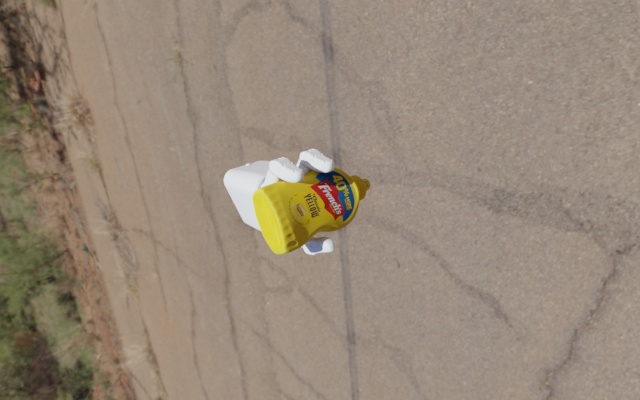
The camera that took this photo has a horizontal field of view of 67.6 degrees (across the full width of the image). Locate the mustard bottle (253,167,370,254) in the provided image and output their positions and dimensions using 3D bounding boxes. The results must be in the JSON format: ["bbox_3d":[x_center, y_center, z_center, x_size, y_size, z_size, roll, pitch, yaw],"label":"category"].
[{"bbox_3d":[0.000,0.002,0.698,0.191,0.096,0.058,-21,-1,-36],"label":"mustard bottle"}]
